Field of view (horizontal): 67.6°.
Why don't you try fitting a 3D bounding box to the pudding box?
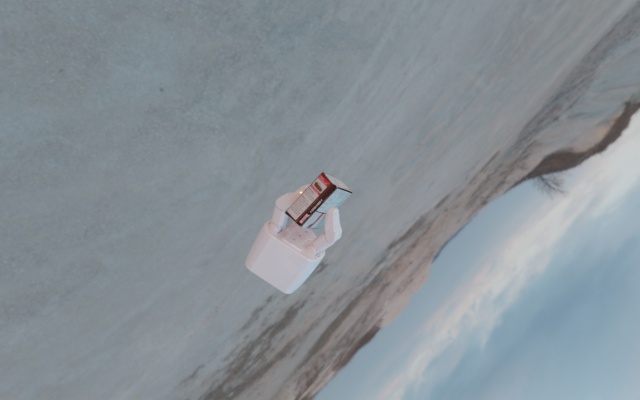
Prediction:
[{"bbox_3d":[0.000,0.003,0.784,0.039,0.090,0.113,44,8,13],"label":"pudding box"}]
